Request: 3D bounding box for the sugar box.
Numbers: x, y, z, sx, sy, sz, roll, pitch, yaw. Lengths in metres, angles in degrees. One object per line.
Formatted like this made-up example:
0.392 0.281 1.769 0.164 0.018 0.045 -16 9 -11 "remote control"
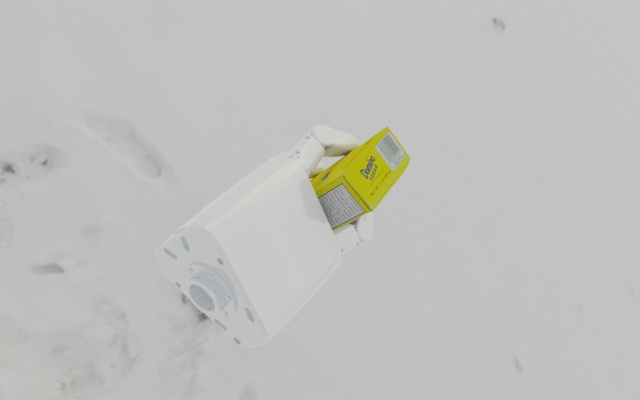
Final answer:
0.000 0.001 0.473 0.176 0.048 0.093 -29 13 45 "sugar box"
